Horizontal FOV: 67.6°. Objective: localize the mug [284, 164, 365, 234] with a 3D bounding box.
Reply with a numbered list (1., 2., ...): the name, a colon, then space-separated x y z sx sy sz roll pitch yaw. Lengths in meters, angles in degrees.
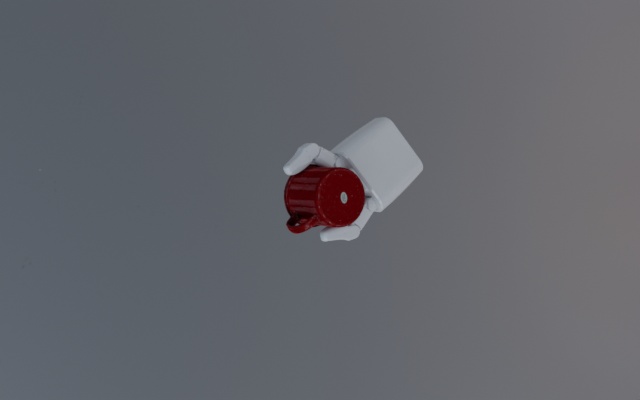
1. mug: -0.001 0.003 0.662 0.117 0.093 0.081 -43 23 -23
